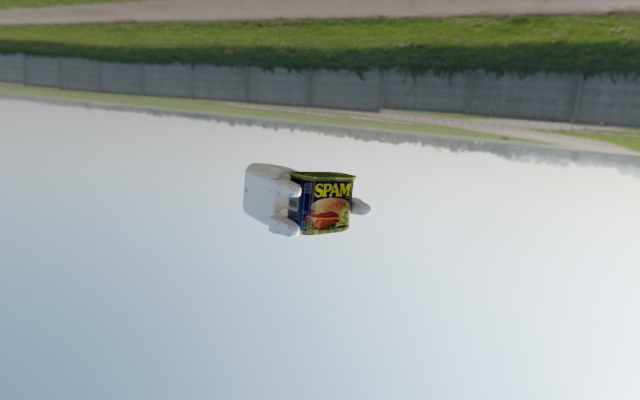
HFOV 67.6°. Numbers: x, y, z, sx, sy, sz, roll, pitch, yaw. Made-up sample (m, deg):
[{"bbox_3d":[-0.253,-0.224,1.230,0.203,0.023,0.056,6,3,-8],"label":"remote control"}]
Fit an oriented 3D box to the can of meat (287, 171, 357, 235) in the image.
[{"bbox_3d":[0.000,0.003,0.698,0.102,0.084,0.057,-2,12,-41],"label":"can of meat"}]
